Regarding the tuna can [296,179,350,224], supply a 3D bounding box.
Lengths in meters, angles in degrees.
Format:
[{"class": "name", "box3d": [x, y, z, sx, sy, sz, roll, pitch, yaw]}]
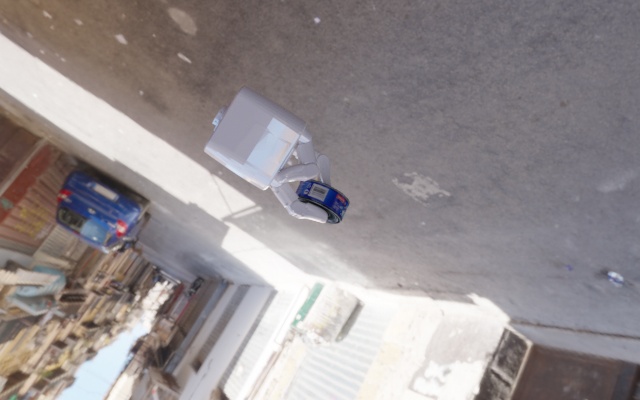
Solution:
[{"class": "tuna can", "box3d": [0.000, 0.003, 0.742, 0.086, 0.033, 0.086, 23, -17, 8]}]
